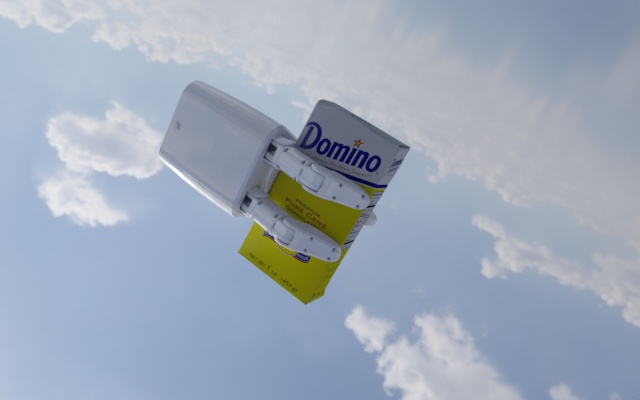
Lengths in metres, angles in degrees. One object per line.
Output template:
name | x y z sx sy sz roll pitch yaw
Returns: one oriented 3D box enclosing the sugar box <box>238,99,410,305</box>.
sugar box | 0.000 0.002 0.461 0.093 0.176 0.048 34 18 18
